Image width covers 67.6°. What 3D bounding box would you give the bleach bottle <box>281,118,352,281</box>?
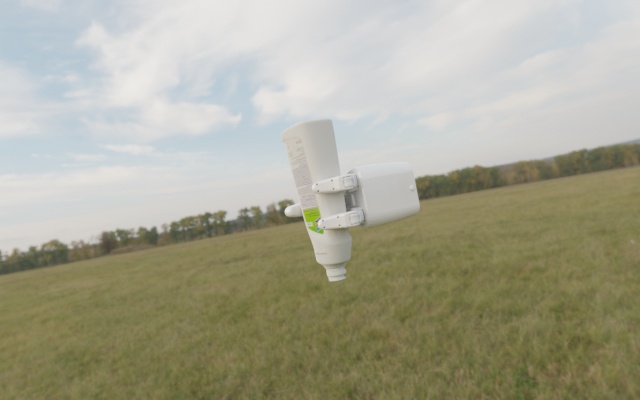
[{"bbox_3d":[0.000,0.002,0.765,0.068,0.251,0.102,-11,0,-25],"label":"bleach bottle"}]
